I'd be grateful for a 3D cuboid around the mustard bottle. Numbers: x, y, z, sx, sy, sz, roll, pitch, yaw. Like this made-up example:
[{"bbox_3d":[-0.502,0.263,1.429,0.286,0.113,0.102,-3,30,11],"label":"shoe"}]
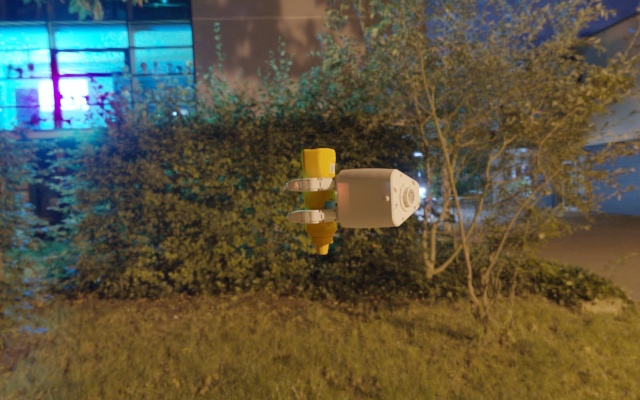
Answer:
[{"bbox_3d":[0.000,0.003,0.872,0.058,0.191,0.096,-2,3,14],"label":"mustard bottle"}]
